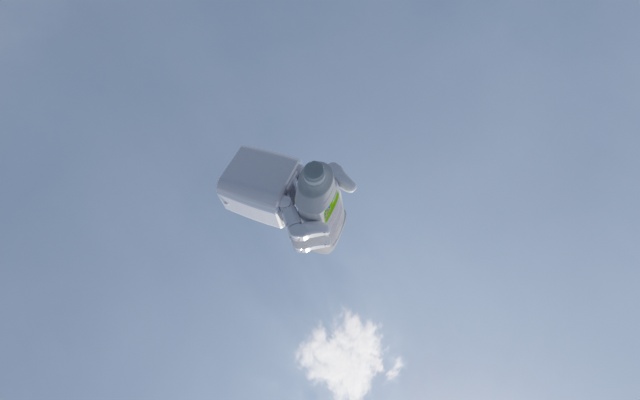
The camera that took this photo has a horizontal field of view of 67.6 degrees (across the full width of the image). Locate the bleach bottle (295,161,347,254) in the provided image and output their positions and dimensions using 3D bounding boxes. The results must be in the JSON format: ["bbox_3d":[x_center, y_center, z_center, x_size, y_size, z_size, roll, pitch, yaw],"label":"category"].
[{"bbox_3d":[0.000,0.003,0.769,0.068,0.102,0.251,17,-22,11],"label":"bleach bottle"}]
